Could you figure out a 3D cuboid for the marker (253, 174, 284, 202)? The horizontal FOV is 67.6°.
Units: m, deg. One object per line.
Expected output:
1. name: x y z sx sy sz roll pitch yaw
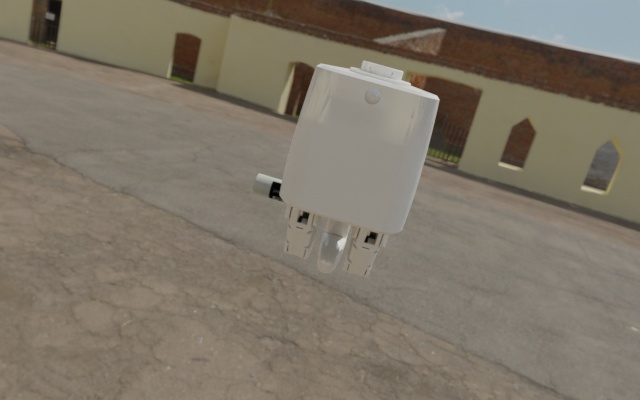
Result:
1. marker: 0.000 0.001 0.424 0.121 0.020 0.020 16 1 3
